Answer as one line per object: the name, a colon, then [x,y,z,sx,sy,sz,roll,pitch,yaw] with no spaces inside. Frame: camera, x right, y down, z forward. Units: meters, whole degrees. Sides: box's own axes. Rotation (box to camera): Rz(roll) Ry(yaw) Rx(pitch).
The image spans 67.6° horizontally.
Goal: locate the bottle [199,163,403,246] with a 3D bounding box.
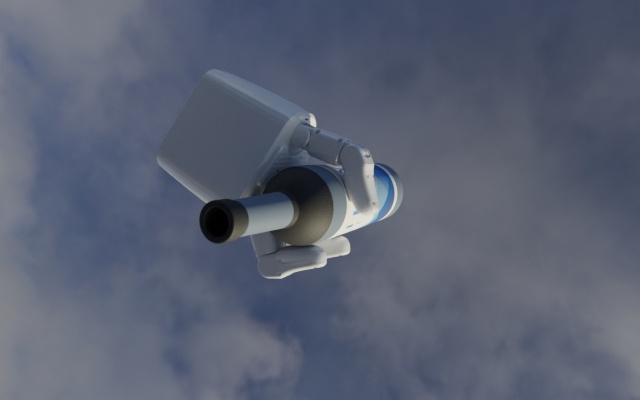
bottle: [0.000,0.001,0.425,0.069,0.069,0.295,0,5,26]
